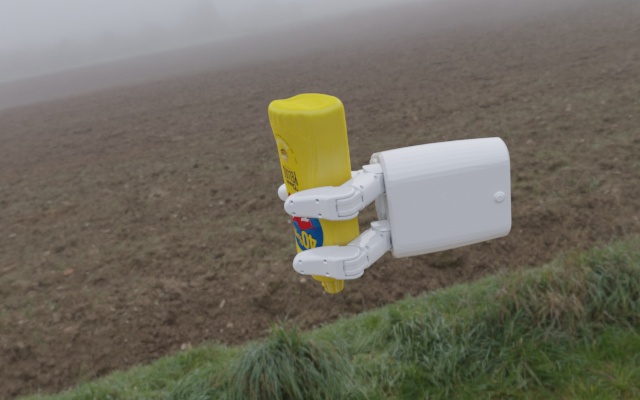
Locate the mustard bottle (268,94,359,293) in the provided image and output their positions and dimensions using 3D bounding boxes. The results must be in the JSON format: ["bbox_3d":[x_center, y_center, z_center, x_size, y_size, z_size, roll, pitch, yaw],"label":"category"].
[{"bbox_3d":[0.000,0.001,0.447,0.058,0.192,0.096,-19,23,-21],"label":"mustard bottle"}]
